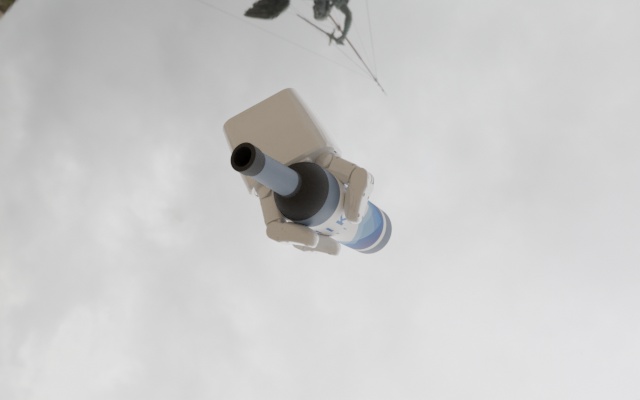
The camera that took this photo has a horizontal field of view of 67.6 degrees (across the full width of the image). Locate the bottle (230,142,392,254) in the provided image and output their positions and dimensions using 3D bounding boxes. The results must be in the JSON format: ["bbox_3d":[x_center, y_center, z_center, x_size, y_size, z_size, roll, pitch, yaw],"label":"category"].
[{"bbox_3d":[0.000,0.002,0.539,0.069,0.069,0.296,0,-16,29],"label":"bottle"}]
